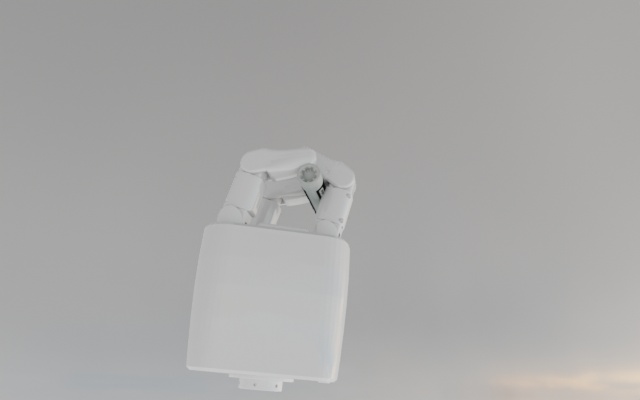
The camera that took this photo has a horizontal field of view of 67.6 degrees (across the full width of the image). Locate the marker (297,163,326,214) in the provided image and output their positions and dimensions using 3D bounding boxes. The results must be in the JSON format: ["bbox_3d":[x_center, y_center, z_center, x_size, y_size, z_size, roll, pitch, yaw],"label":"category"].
[{"bbox_3d":[0.000,0.001,0.424,0.020,0.020,0.121,0,-21,9],"label":"marker"}]
